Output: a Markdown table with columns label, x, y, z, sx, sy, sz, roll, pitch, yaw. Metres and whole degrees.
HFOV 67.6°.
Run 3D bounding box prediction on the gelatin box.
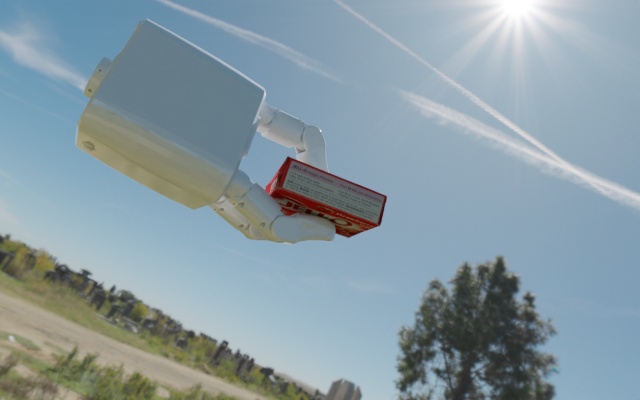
| label | x | y | z | sx | sy | sz | roll | pitch | yaw |
| --- | --- | --- | --- | --- | --- | --- | --- | --- | --- |
| gelatin box | 0.001 | 0.001 | 0.401 | 0.089 | 0.030 | 0.073 | 20 | -17 | -12 |
